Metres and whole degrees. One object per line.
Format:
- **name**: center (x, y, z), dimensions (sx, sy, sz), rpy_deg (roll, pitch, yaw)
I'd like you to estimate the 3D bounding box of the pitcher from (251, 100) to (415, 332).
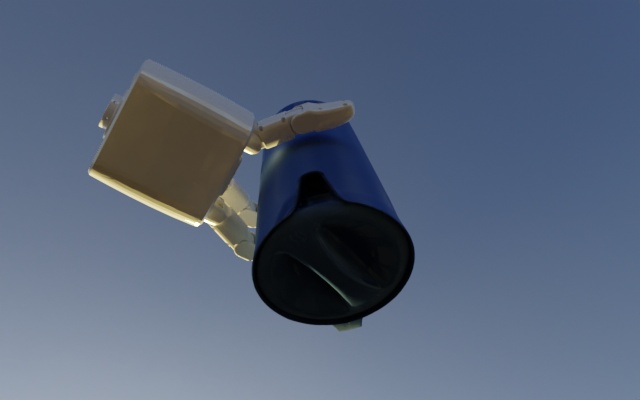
- **pitcher**: center (0.000, 0.001, 0.485), dimensions (0.145, 0.149, 0.242), rpy_deg (24, 27, -22)
